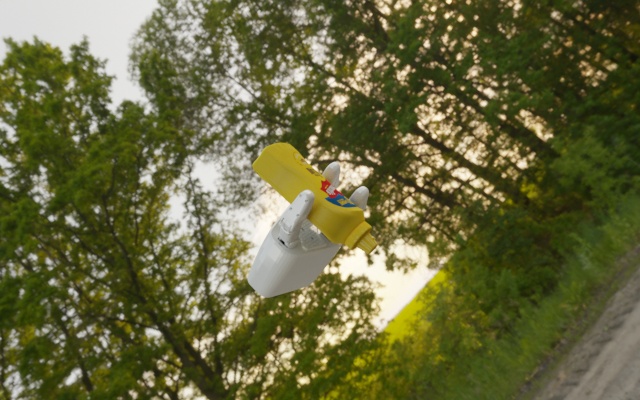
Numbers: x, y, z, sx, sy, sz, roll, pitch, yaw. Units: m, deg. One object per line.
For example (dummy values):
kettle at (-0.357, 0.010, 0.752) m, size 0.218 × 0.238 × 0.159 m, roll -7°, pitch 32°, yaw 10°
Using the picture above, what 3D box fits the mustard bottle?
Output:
mustard bottle at (0.000, 0.002, 0.643) m, size 0.191 × 0.058 × 0.096 m, roll 43°, pitch 14°, yaw 15°
